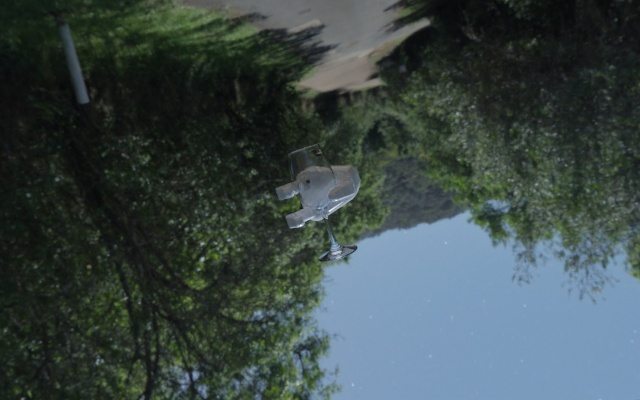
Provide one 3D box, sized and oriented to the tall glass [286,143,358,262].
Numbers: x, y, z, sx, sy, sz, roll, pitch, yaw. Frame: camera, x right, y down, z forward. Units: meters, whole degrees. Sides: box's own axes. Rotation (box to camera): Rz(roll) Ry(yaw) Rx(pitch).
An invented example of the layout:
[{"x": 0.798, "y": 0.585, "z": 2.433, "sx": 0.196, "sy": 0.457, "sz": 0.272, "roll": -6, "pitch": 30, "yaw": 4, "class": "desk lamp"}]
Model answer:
[{"x": 0.000, "y": 0.003, "z": 0.848, "sx": 0.079, "sy": 0.201, "sz": 0.079, "roll": -19, "pitch": 8, "yaw": 3, "class": "tall glass"}]
